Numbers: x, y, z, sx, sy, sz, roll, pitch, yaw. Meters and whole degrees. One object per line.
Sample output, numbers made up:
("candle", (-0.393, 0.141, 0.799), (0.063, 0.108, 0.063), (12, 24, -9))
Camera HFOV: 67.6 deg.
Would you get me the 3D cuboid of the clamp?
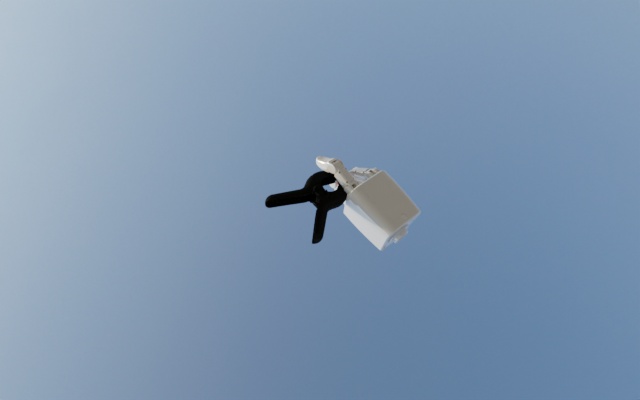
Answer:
("clamp", (0.000, 0.003, 0.851), (0.171, 0.120, 0.039), (-33, -17, -31))
